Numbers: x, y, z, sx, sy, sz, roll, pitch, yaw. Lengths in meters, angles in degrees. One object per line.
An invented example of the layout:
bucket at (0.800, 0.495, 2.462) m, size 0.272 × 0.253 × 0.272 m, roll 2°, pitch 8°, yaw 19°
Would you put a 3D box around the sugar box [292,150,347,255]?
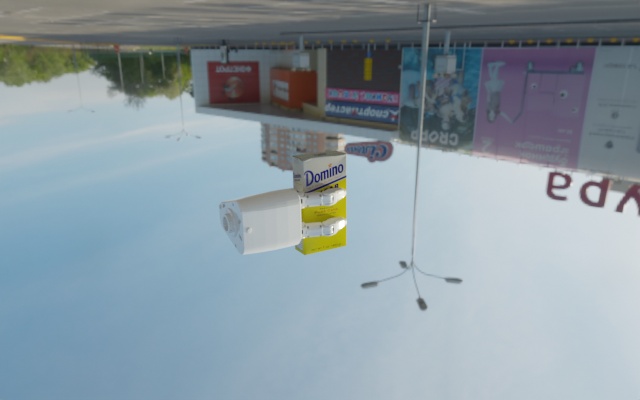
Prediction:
sugar box at (0.000, 0.003, 0.862) m, size 0.093 × 0.176 × 0.048 m, roll -11°, pitch 21°, yaw -29°
